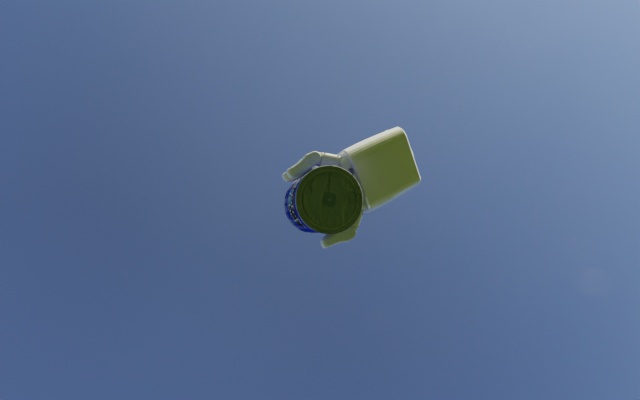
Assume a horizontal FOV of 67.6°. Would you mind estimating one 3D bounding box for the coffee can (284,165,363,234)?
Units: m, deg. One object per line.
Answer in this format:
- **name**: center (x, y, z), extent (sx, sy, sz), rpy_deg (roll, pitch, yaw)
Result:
- **coffee can**: center (0.000, 0.003, 0.773), extent (0.103, 0.103, 0.140), rpy_deg (0, -3, -12)
